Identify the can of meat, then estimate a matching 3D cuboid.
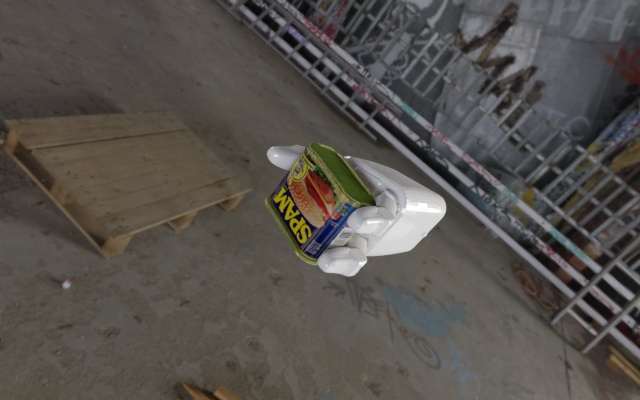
[{"bbox_3d":[0.000,0.001,0.498,0.057,0.084,0.102,9,37,-47],"label":"can of meat"}]
